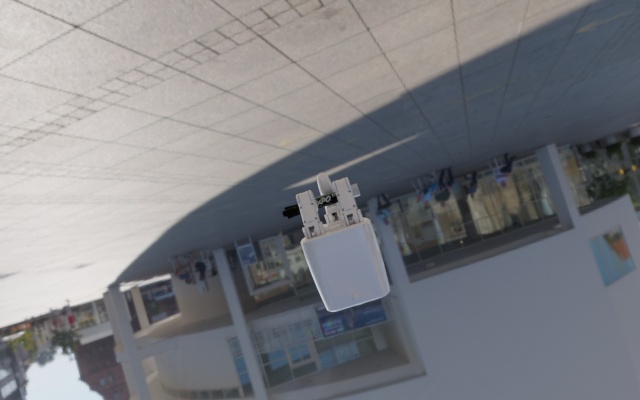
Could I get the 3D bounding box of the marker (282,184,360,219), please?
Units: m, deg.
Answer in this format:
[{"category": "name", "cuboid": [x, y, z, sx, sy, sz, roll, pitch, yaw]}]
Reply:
[{"category": "marker", "cuboid": [0.000, 0.002, 0.721, 0.121, 0.020, 0.020, -18, -2, 7]}]
